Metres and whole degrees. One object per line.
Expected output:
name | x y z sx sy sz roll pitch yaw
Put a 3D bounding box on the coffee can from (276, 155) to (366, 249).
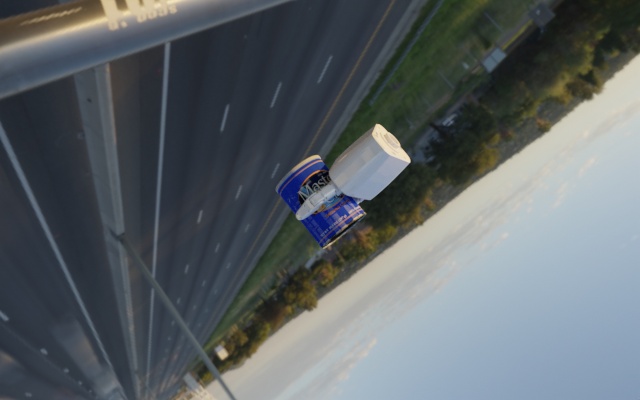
coffee can | 0.000 0.003 0.875 0.103 0.140 0.103 -38 -9 -7
